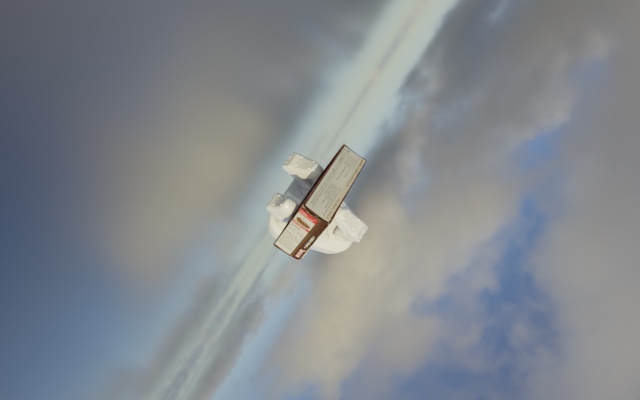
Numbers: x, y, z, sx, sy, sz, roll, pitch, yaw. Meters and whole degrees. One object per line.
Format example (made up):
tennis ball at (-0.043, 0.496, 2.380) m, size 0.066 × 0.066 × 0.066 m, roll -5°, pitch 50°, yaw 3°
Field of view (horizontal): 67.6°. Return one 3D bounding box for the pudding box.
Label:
pudding box at (0.000, 0.002, 0.540) m, size 0.039 × 0.113 × 0.090 m, roll 33°, pitch -41°, yaw -3°
